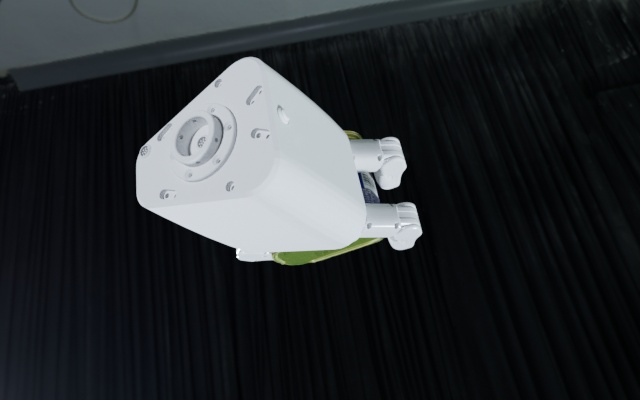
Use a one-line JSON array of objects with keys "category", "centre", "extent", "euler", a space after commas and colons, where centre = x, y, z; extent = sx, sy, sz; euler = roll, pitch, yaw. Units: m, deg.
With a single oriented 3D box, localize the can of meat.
[{"category": "can of meat", "centre": [0.000, 0.002, 0.409], "extent": [0.102, 0.084, 0.057], "euler": [-21, -27, 18]}]
